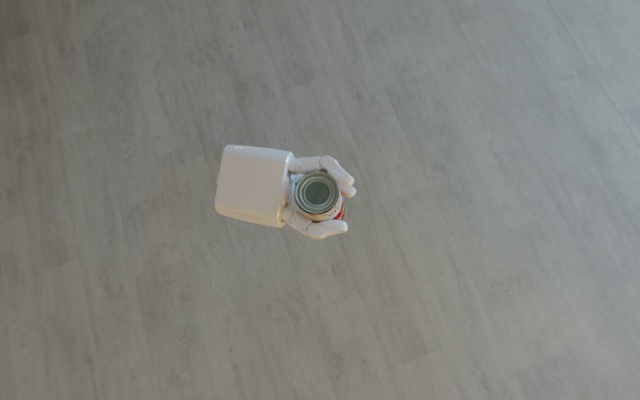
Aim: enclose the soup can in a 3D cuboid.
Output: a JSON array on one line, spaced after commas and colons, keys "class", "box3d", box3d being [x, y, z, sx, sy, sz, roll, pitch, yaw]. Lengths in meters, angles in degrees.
[{"class": "soup can", "box3d": [0.001, 0.002, 0.733, 0.068, 0.068, 0.102, 0, -17, 7]}]
